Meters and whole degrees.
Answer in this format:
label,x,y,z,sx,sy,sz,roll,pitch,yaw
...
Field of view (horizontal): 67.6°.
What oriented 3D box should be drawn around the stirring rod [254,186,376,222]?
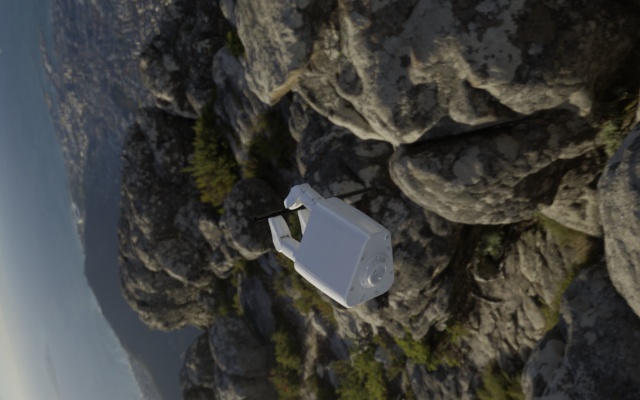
label,x,y,z,sx,sy,sz,roll,pitch,yaw
stirring rod,0.000,0.002,0.761,0.239,0.011,0.011,-15,9,-36
